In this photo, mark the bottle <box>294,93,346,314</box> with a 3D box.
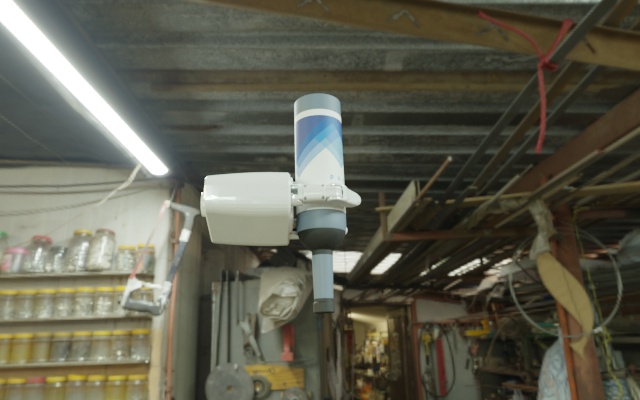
[{"bbox_3d":[0.000,0.002,0.648,0.069,0.295,0.069,-2,-17,-1],"label":"bottle"}]
